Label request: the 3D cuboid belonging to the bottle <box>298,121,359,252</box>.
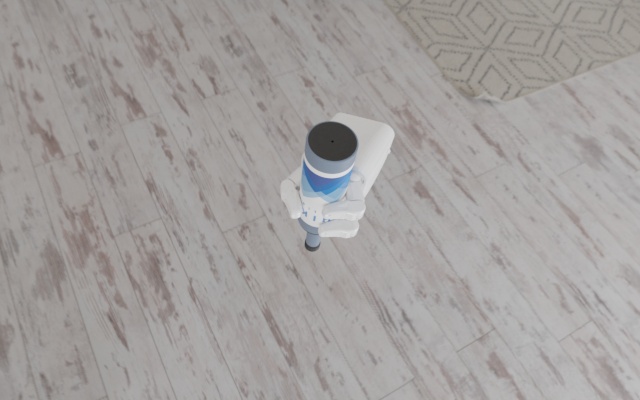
[{"bbox_3d":[0.000,0.002,0.718,0.069,0.069,0.296,0,-31,-7],"label":"bottle"}]
